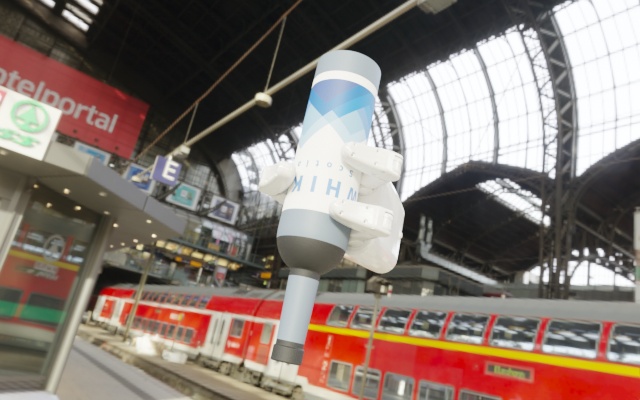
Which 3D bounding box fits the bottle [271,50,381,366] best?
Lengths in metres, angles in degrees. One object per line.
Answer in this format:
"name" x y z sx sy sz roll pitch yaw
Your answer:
"bottle" 0.000 0.001 0.452 0.069 0.295 0.069 11 -17 4
